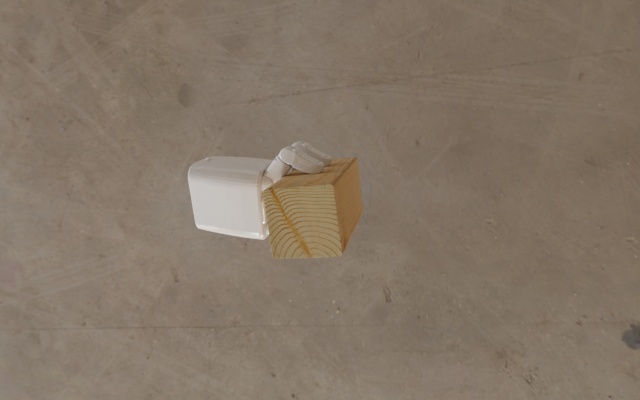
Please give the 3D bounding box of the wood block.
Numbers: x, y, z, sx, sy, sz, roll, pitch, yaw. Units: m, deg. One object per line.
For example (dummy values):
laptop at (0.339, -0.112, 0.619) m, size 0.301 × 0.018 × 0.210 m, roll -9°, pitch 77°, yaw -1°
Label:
wood block at (0.000, 0.003, 0.663) m, size 0.090 × 0.091 × 0.206 m, roll -4°, pitch 13°, yaw 13°
